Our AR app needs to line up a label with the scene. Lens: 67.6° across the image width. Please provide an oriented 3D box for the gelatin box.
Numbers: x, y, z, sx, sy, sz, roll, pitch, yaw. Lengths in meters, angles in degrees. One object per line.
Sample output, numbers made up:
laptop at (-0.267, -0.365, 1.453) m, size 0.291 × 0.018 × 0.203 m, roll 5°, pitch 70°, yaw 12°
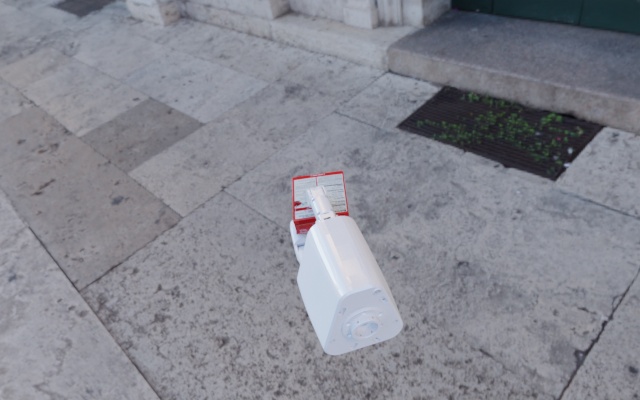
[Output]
gelatin box at (0.000, 0.002, 0.646) m, size 0.073 × 0.030 × 0.089 m, roll -8°, pitch 44°, yaw 3°
